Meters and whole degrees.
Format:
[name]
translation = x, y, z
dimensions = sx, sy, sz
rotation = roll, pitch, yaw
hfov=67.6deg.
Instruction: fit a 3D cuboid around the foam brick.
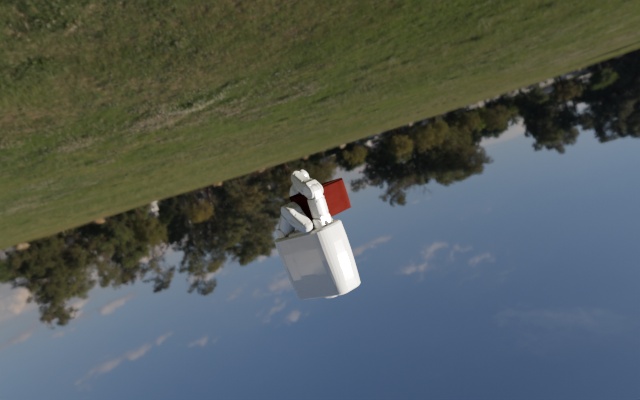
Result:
[foam brick]
translation = 0.000, 0.002, 0.768
dimensions = 0.078, 0.051, 0.053
rotation = -24, 6, -35
